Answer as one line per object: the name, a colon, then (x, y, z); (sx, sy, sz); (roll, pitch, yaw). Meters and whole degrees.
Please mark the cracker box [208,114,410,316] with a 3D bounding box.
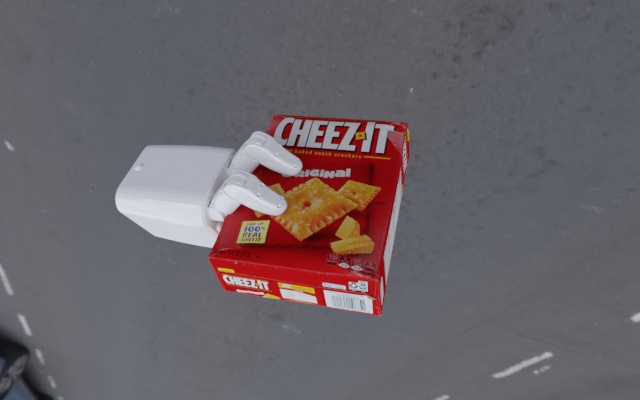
cracker box: (0.000, 0.002, 0.509); (0.164, 0.213, 0.072); (6, -39, 14)
